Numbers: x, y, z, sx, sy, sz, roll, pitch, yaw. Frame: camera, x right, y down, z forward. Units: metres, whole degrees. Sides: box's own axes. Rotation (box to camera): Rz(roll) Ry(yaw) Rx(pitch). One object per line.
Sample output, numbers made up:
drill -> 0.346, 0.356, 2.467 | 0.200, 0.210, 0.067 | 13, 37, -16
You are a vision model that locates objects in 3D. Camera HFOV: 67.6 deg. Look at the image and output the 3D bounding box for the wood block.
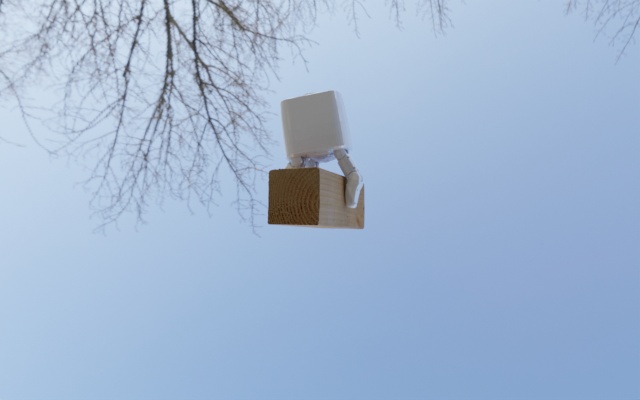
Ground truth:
wood block -> 0.000, 0.002, 0.823 | 0.091, 0.090, 0.206 | -1, -5, 25
